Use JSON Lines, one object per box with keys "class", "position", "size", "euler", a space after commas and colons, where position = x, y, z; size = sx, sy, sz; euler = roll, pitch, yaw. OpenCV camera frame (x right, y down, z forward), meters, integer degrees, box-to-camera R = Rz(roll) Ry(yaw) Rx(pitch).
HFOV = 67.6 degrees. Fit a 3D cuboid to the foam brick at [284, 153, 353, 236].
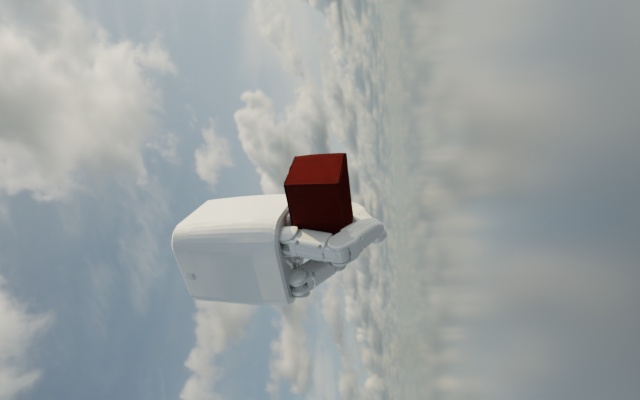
{"class": "foam brick", "position": [0.000, 0.001, 0.452], "size": [0.051, 0.078, 0.053], "euler": [0, 36, 12]}
